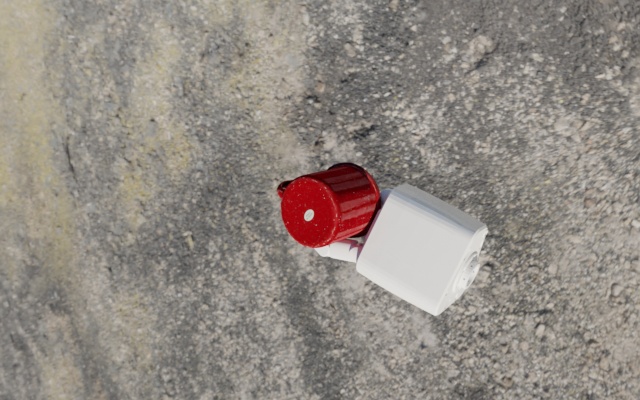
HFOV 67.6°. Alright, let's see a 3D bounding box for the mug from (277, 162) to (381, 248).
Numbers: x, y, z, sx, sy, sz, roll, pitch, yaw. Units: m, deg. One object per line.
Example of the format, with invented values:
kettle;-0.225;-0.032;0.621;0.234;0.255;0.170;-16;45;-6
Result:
mug;-0.001;0.001;0.550;0.117;0.093;0.081;27;25;29
